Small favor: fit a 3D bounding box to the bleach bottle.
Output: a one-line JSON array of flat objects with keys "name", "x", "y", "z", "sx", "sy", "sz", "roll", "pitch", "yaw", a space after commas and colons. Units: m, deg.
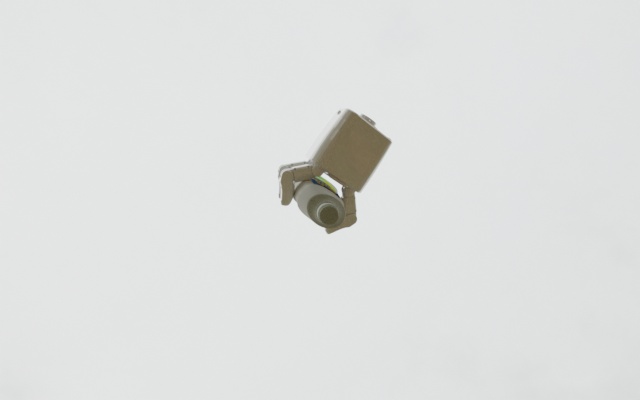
[{"name": "bleach bottle", "x": 0.000, "y": 0.003, "z": 0.808, "sx": 0.102, "sy": 0.068, "sz": 0.250, "roll": 34, "pitch": 4, "yaw": -14}]
